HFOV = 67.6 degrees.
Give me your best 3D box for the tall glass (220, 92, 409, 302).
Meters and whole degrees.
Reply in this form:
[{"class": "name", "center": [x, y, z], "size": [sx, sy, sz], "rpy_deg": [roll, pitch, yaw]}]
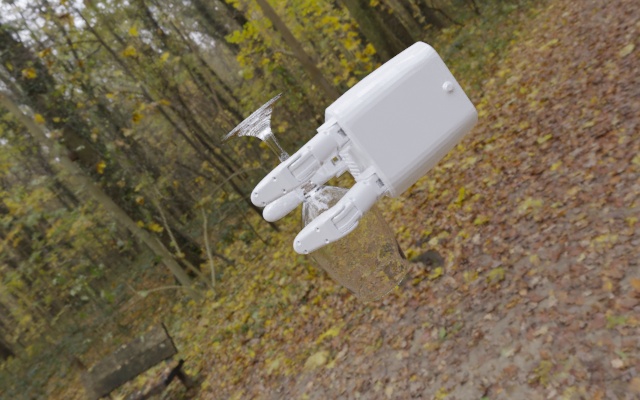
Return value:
[{"class": "tall glass", "center": [0.000, 0.001, 0.447], "size": [0.079, 0.201, 0.079], "rpy_deg": [-37, 11, 8]}]
